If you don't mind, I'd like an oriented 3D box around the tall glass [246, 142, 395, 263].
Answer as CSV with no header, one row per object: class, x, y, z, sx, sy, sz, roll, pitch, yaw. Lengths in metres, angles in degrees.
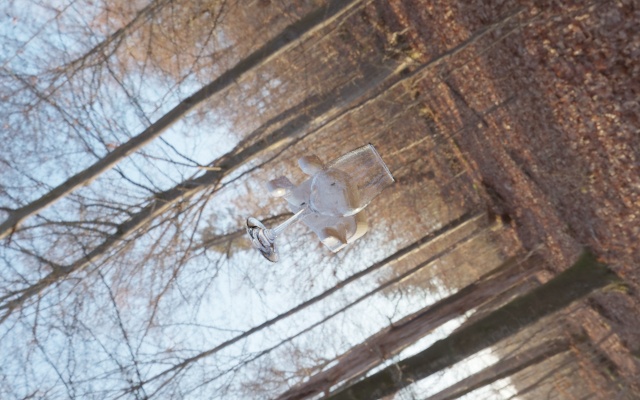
tall glass,0.000,0.003,0.648,0.201,0.079,0.079,-33,-8,12
